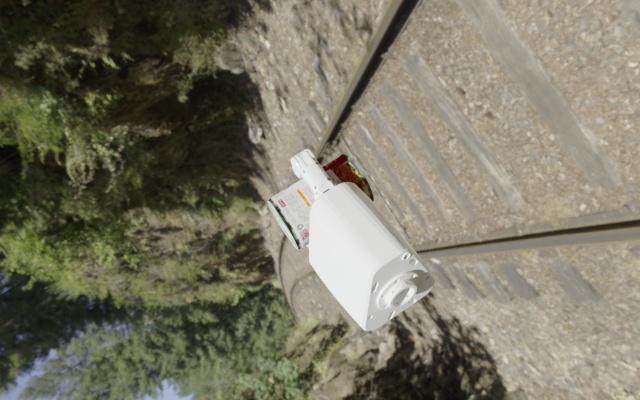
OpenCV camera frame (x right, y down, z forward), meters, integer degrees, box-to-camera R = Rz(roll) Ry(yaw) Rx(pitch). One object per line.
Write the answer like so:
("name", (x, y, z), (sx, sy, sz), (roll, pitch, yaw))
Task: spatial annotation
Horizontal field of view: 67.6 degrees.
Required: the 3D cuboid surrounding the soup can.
("soup can", (0.000, 0.002, 0.543), (0.102, 0.068, 0.068), (-32, 6, -10))
